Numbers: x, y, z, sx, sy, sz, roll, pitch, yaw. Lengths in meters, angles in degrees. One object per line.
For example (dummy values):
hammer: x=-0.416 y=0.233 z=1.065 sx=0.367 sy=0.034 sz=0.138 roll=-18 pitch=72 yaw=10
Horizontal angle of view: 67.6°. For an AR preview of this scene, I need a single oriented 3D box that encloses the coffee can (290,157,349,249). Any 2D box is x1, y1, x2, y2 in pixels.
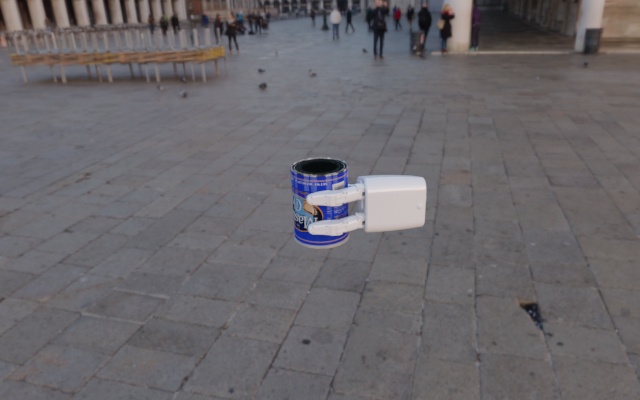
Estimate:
coffee can: x=0.000 y=0.003 z=0.866 sx=0.103 sy=0.140 sz=0.102 roll=-2 pitch=22 yaw=1
